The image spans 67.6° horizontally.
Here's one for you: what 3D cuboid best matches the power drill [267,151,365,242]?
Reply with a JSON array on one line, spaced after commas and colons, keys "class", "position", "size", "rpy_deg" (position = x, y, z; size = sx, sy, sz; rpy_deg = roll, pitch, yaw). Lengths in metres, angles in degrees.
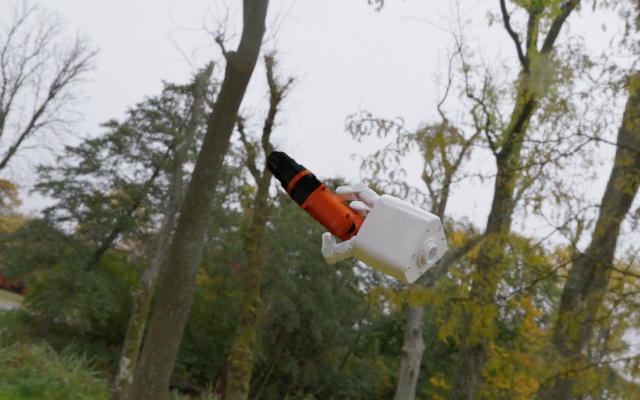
[{"class": "power drill", "position": [0.000, 0.003, 0.810], "size": [0.184, 0.057, 0.188], "rpy_deg": [46, 4, 25]}]
